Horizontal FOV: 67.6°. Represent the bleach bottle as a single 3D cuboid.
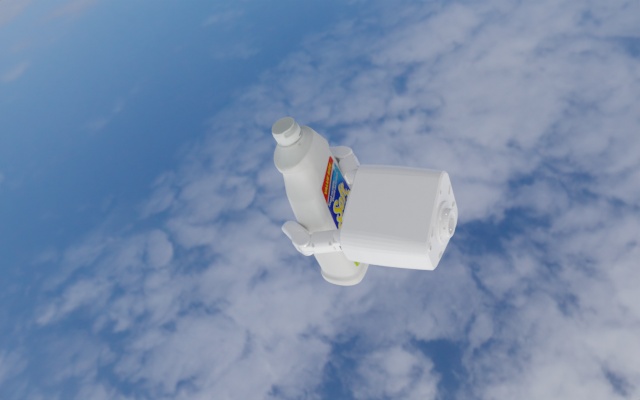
[{"bbox_3d":[0.000,0.002,0.618,0.068,0.102,0.251,3,-38,31],"label":"bleach bottle"}]
